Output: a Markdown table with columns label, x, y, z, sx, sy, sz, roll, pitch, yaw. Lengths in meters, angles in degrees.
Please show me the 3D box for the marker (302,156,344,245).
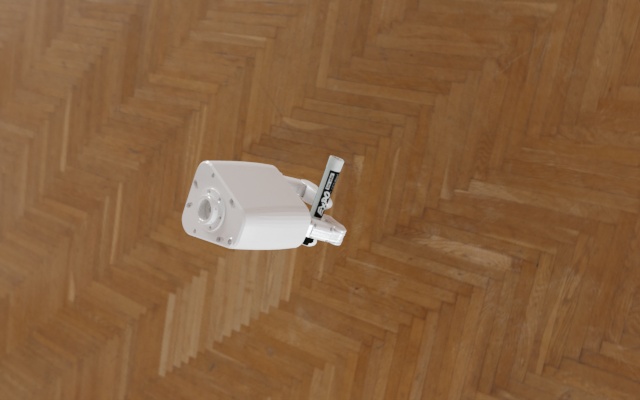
| label | x | y | z | sx | sy | sz | roll | pitch | yaw |
| --- | --- | --- | --- | --- | --- | --- | --- | --- | --- |
| marker | 0.000 | 0.002 | 0.609 | 0.020 | 0.121 | 0.020 | 19 | 15 | -5 |
